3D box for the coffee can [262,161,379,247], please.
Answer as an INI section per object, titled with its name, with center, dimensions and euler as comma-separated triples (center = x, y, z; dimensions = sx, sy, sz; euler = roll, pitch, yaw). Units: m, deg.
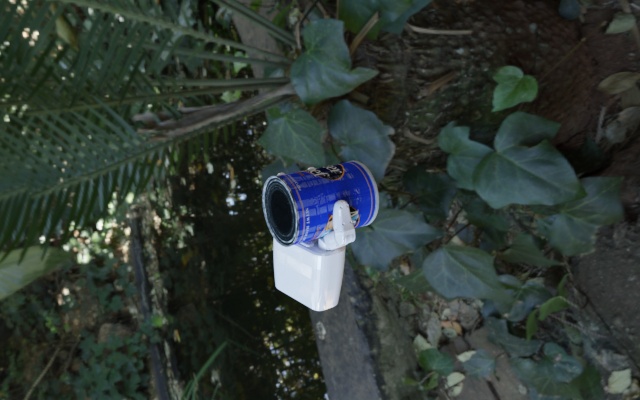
[coffee can]
center = 0.000, 0.002, 0.703
dimensions = 0.140, 0.103, 0.103
euler = -13, 7, -31
